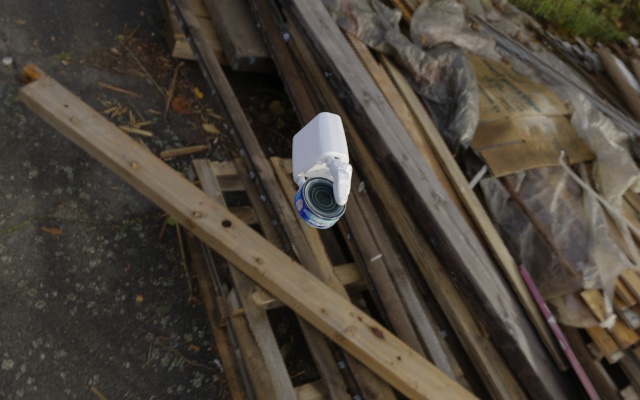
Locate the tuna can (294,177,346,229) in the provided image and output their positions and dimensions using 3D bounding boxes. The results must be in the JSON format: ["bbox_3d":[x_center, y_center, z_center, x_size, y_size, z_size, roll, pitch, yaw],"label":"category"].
[{"bbox_3d":[0.000,0.002,0.814,0.086,0.086,0.034,0,-29,-31],"label":"tuna can"}]
